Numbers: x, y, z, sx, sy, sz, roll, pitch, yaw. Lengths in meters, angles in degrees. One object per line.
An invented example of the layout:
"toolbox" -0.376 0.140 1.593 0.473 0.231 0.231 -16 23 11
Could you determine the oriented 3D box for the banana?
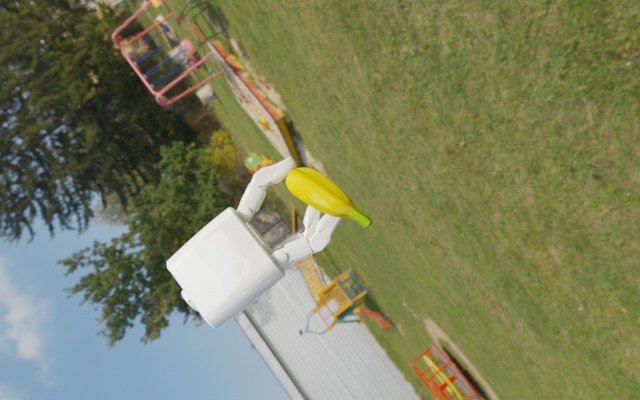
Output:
"banana" -0.010 -0.010 0.577 0.037 0.070 0.197 -43 24 -6
